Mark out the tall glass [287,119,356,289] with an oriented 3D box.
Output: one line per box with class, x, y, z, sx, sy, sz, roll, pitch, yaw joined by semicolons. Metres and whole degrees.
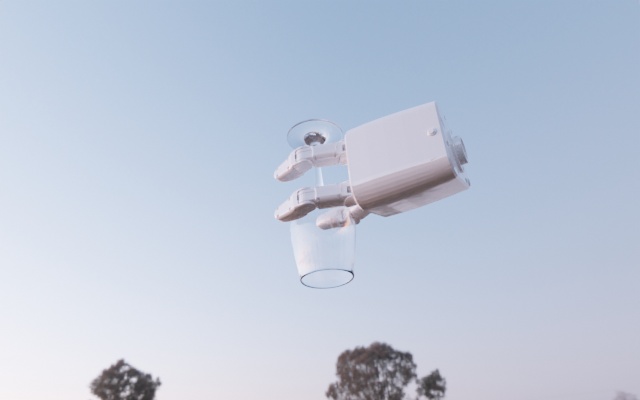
tall glass;0.000;0.001;0.584;0.079;0.201;0.079;-4;-29;-2
